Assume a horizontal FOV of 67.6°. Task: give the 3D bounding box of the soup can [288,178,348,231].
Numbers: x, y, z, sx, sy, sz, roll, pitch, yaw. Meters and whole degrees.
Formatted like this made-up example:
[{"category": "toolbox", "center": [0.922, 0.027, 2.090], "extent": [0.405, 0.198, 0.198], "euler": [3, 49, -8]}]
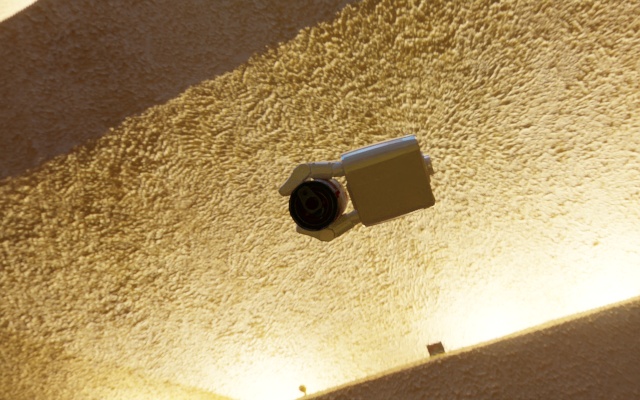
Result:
[{"category": "soup can", "center": [0.000, 0.002, 0.677], "extent": [0.068, 0.068, 0.102], "euler": [0, 6, 11]}]
